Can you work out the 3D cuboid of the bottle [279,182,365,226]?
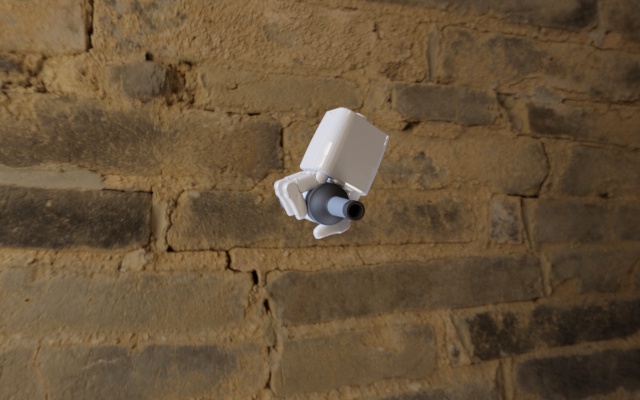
[{"bbox_3d":[0.000,0.003,0.766,0.069,0.069,0.295,0,4,-18],"label":"bottle"}]
